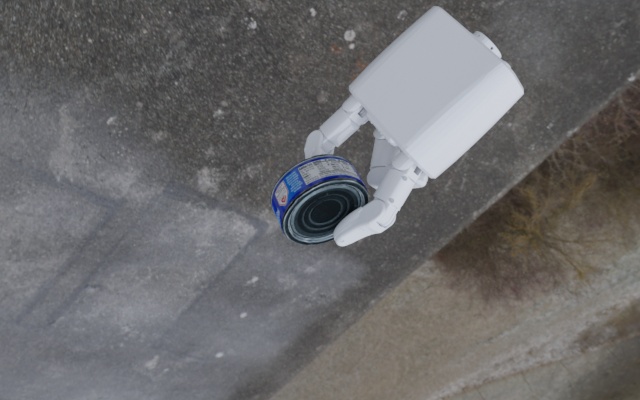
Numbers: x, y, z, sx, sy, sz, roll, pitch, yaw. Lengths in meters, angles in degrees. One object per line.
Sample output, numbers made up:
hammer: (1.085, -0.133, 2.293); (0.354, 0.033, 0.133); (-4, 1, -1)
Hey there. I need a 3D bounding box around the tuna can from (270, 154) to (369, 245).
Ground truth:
tuna can: (0.000, 0.002, 0.434); (0.086, 0.086, 0.033); (0, 44, -30)
